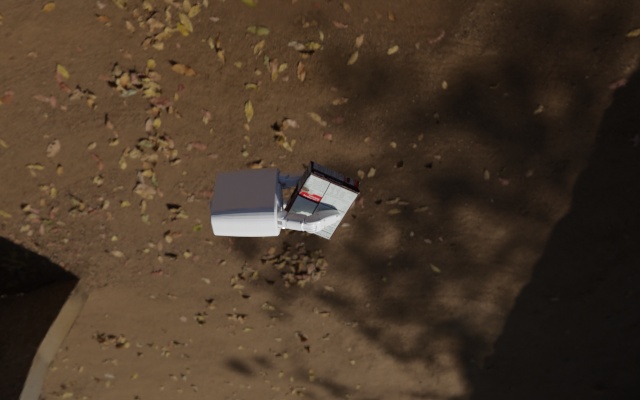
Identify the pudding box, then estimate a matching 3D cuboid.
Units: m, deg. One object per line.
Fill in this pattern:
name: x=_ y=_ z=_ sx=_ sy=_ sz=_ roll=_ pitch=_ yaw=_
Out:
pudding box: x=0.000 y=0.003 z=0.781 sx=0.090 sy=0.113 sz=0.039 roll=22 pitch=35 yaw=-13
